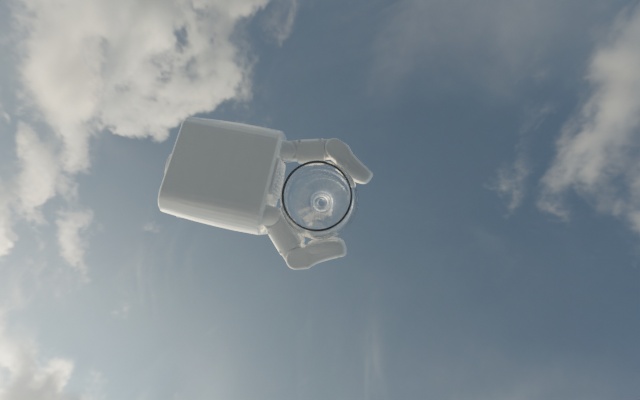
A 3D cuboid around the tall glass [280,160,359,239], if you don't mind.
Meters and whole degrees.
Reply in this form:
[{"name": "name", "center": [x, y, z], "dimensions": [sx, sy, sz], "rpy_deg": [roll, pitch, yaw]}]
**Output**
[{"name": "tall glass", "center": [0.000, 0.002, 0.512], "dimensions": [0.079, 0.079, 0.201], "rpy_deg": [0, -3, 2]}]
